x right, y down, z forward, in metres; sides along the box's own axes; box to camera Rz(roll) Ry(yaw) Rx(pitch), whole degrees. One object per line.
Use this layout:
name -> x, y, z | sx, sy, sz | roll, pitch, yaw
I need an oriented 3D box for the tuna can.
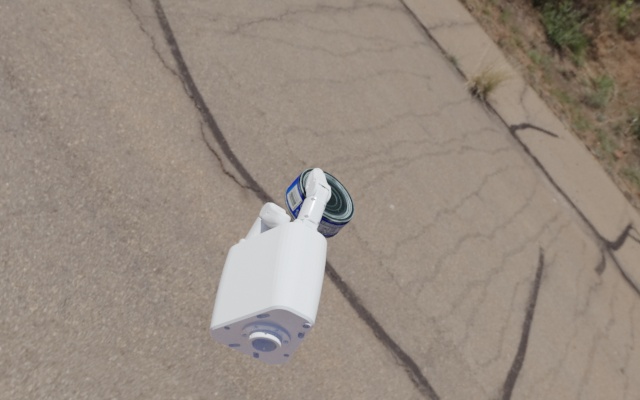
tuna can -> 0.000, 0.002, 0.594 | 0.086, 0.086, 0.034 | 0, -36, -45
